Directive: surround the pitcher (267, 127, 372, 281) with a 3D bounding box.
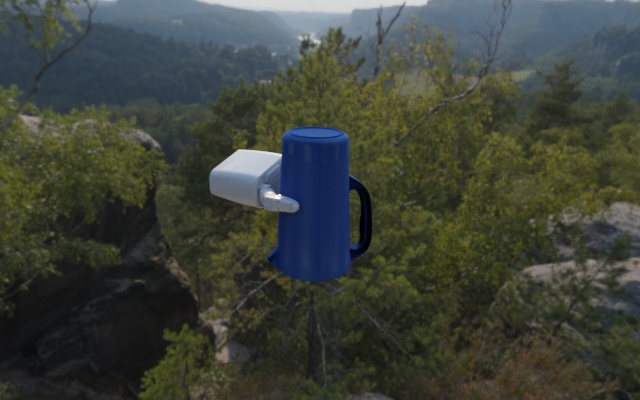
[{"bbox_3d":[0.000,0.003,0.812,0.145,0.243,0.149,12,22,28],"label":"pitcher"}]
